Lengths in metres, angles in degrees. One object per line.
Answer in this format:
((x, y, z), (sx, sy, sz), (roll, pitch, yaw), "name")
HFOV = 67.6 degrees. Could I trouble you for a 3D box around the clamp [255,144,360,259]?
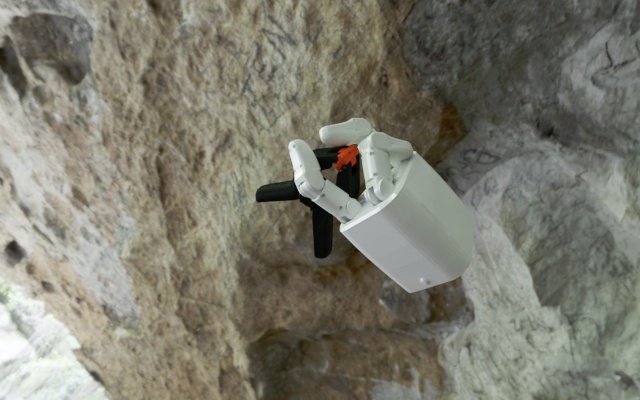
((0.000, 0.001, 0.549), (0.171, 0.120, 0.039), (-35, 13, 52), "clamp")
